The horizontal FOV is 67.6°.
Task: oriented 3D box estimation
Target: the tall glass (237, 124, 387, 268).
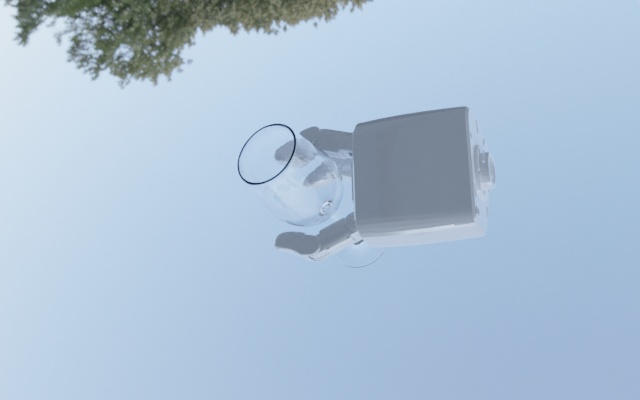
[{"bbox_3d":[0.000,0.002,0.490,0.079,0.079,0.201,0,-25,32],"label":"tall glass"}]
